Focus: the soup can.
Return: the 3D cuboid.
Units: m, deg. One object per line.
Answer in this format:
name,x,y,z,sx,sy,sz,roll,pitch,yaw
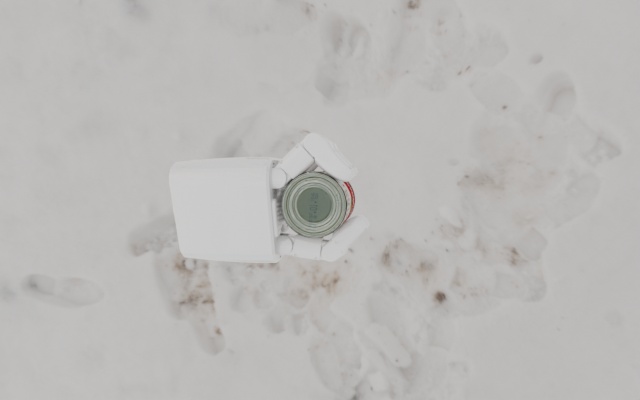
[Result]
soup can,0.001,0.002,0.516,0.068,0.068,0.102,0,3,8
